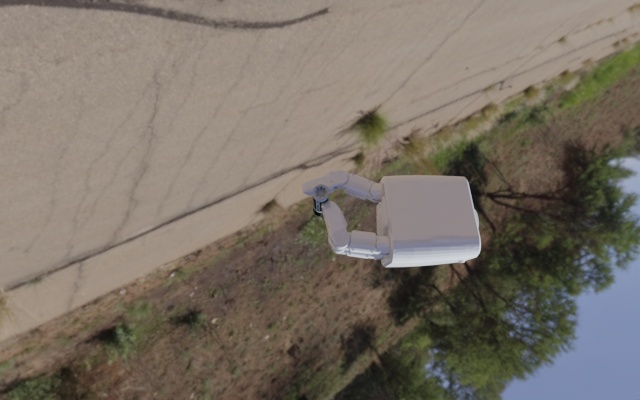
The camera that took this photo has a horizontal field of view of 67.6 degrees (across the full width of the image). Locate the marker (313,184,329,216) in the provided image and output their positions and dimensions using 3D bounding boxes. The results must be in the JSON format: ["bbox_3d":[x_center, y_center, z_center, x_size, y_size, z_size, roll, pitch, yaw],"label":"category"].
[{"bbox_3d":[0.000,0.002,0.607,0.020,0.020,0.121,0,-12,0],"label":"marker"}]
